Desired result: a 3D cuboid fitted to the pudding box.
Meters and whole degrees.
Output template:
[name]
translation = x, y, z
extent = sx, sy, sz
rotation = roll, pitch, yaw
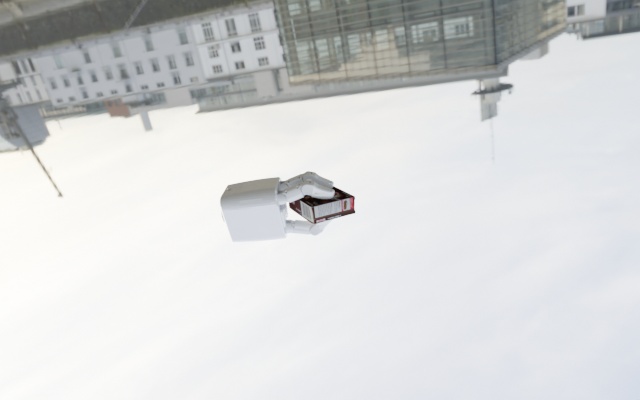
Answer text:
[pudding box]
translation = 0.000, 0.003, 0.896
extent = 0.090, 0.039, 0.113
rotation = -15, 23, -23
